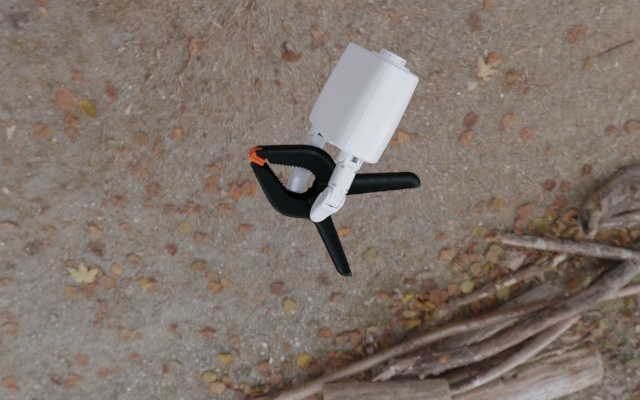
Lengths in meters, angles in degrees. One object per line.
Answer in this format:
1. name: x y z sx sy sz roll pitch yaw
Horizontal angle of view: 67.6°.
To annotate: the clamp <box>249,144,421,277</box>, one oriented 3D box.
1. clamp: 0.000 0.002 0.594 0.210 0.164 0.036 23 17 -17
